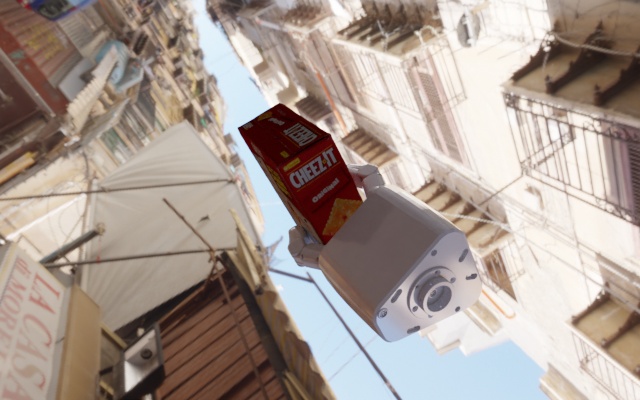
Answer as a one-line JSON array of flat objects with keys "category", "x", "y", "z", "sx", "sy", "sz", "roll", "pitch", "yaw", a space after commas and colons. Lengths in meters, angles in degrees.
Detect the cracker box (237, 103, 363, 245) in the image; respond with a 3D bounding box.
[{"category": "cracker box", "x": 0.000, "y": 0.002, "z": 0.570, "sx": 0.072, "sy": 0.214, "sz": 0.164, "roll": -34, "pitch": 31, "yaw": -8}]
